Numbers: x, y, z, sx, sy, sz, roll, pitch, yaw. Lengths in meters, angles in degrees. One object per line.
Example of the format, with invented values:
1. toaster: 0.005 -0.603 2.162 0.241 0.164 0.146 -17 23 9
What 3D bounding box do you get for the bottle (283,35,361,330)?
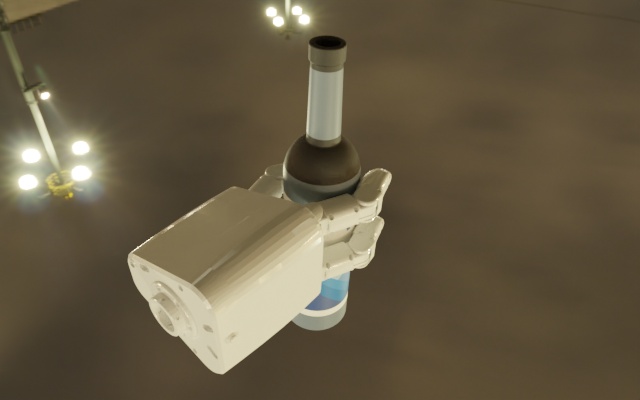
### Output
1. bottle: 0.000 0.002 0.432 0.069 0.296 0.069 2 39 -1
